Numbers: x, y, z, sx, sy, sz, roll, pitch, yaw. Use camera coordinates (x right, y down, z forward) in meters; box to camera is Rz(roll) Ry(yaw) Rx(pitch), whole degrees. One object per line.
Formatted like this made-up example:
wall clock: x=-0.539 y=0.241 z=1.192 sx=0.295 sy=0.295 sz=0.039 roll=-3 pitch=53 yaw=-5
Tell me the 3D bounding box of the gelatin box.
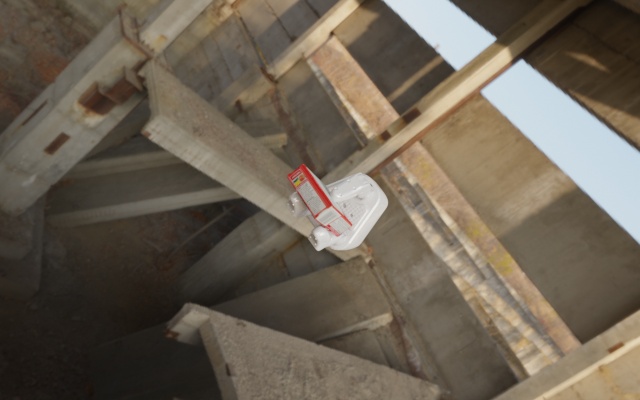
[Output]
gelatin box: x=0.000 y=0.002 z=0.616 sx=0.030 sy=0.073 sz=0.089 roll=-37 pitch=-27 yaw=5
